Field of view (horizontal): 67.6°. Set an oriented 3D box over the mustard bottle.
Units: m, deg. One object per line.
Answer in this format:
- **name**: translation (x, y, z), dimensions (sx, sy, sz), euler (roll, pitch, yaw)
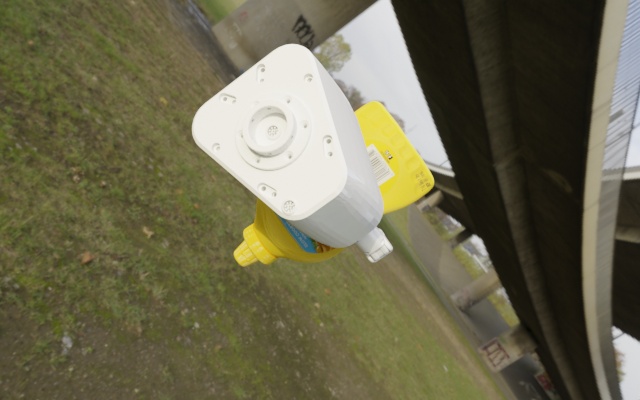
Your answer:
- **mustard bottle**: translation (0.000, 0.001, 0.441), dimensions (0.191, 0.096, 0.058), euler (-35, 4, 7)
